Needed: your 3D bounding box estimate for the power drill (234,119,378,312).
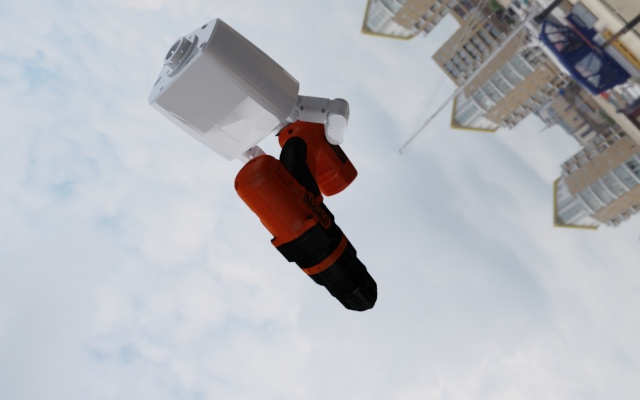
[{"bbox_3d":[0.000,0.001,0.493,0.057,0.184,0.187,-30,23,20],"label":"power drill"}]
